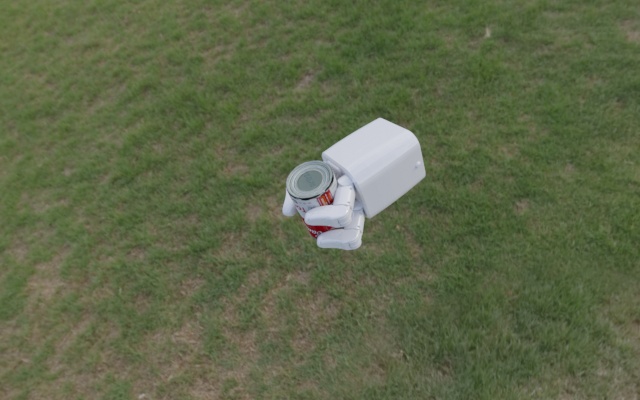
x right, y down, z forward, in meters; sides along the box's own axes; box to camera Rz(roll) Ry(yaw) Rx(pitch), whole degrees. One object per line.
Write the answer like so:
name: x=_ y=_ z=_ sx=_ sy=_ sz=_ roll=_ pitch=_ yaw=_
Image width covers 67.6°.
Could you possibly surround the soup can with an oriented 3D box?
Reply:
soup can: x=0.000 y=0.002 z=0.662 sx=0.068 sy=0.068 sz=0.102 roll=0 pitch=-37 yaw=22
